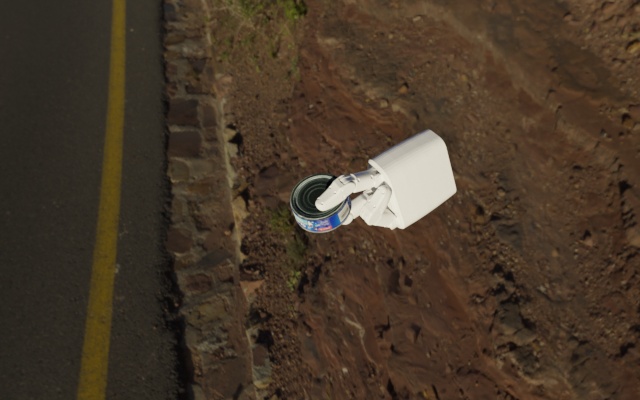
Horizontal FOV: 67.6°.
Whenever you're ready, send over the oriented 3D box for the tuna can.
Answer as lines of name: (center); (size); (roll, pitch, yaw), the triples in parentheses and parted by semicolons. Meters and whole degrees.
tuna can: (0.000, 0.002, 0.689); (0.086, 0.086, 0.034); (0, -36, 16)
